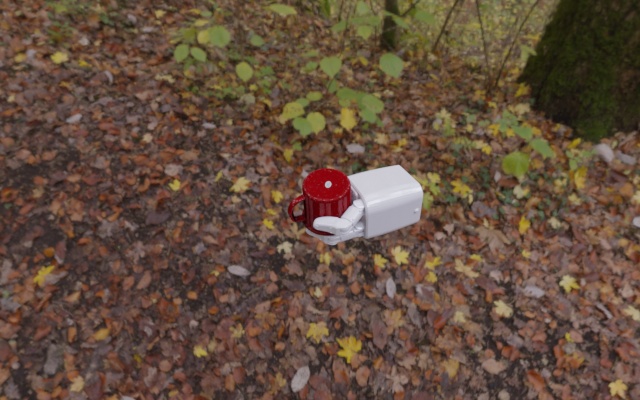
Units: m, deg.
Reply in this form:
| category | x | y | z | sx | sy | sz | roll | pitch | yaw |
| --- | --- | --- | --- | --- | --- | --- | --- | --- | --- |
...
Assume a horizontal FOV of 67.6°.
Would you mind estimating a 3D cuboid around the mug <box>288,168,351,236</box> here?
| category | x | y | z | sx | sy | sz | roll | pitch | yaw |
| --- | --- | --- | --- | --- | --- | --- | --- | --- | --- |
| mug | -0.001 | 0.003 | 0.812 | 0.117 | 0.082 | 0.093 | -15 | 47 | -11 |
